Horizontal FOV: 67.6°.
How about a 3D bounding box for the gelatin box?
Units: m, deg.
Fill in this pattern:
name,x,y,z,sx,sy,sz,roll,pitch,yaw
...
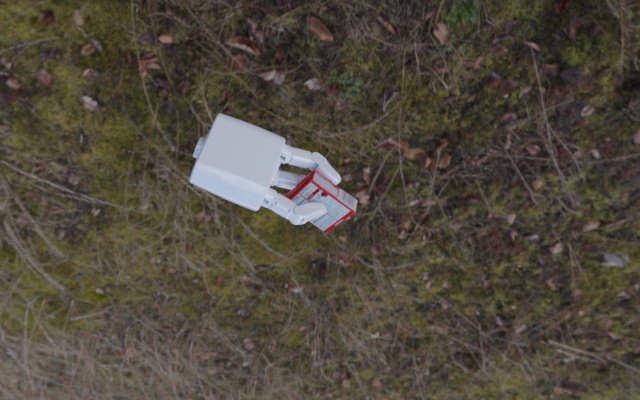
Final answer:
name,x,y,z,sx,sy,sz,roll,pitch,yaw
gelatin box,0.000,0.003,0.731,0.089,0.030,0.073,35,-48,-17
